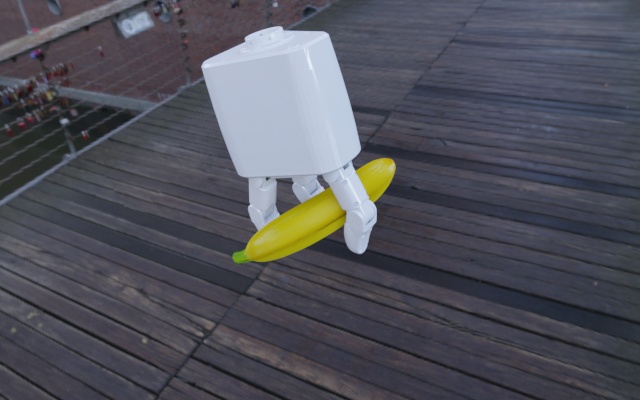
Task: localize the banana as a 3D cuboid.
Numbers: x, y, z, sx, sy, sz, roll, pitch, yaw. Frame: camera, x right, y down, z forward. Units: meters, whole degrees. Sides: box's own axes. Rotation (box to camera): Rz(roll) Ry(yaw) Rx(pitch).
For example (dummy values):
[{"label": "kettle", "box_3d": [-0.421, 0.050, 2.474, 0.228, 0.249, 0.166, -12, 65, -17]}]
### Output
[{"label": "banana", "box_3d": [0.004, 0.006, 0.465, 0.198, 0.037, 0.069, -30, 20, -15]}]
